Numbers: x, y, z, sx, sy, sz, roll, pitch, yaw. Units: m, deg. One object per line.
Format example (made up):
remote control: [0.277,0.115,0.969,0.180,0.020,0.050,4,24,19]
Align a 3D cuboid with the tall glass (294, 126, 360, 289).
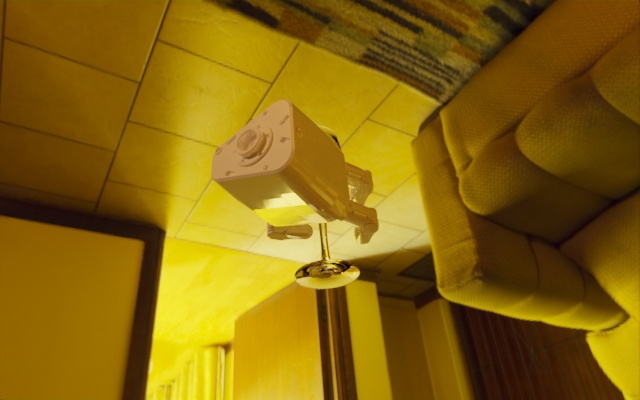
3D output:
tall glass: [0.000,0.003,0.591,0.079,0.201,0.079,-4,-34,-2]
